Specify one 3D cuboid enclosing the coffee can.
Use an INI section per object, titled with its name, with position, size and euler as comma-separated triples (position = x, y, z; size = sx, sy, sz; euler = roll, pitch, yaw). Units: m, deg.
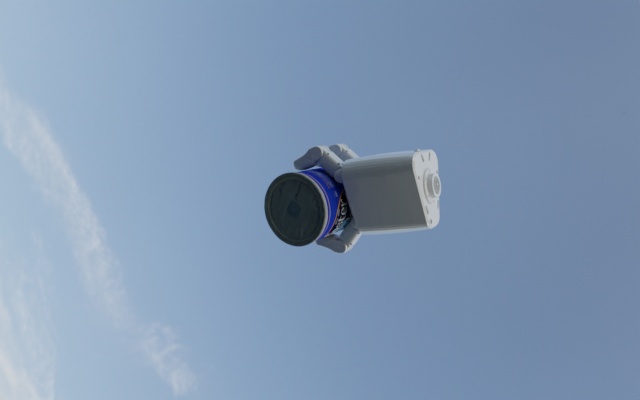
[coffee can]
position = 0.000, 0.002, 0.706
size = 0.103, 0.103, 0.140
euler = 0, 9, 32
